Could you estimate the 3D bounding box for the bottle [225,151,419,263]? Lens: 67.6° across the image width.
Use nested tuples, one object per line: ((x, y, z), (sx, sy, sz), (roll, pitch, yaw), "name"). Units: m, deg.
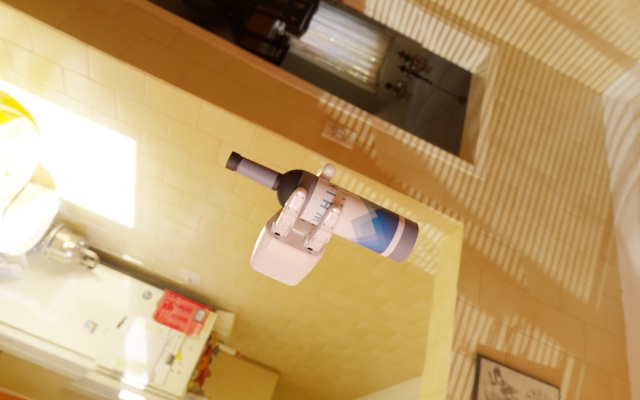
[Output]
((0.000, 0.002, 0.707), (0.296, 0.069, 0.069), (25, -3, -7), "bottle")
